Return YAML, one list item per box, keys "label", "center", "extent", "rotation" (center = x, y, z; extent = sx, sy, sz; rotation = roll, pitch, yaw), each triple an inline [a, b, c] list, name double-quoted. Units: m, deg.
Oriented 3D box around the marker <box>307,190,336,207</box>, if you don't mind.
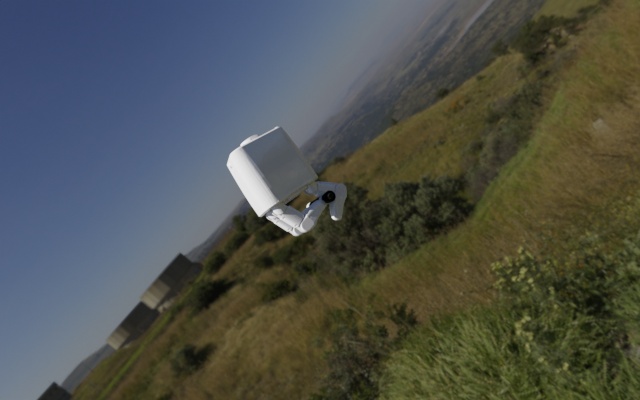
- label: "marker"
  center: [0.000, 0.003, 0.798]
  extent: [0.020, 0.020, 0.121]
  rotation: [0, -10, -16]
